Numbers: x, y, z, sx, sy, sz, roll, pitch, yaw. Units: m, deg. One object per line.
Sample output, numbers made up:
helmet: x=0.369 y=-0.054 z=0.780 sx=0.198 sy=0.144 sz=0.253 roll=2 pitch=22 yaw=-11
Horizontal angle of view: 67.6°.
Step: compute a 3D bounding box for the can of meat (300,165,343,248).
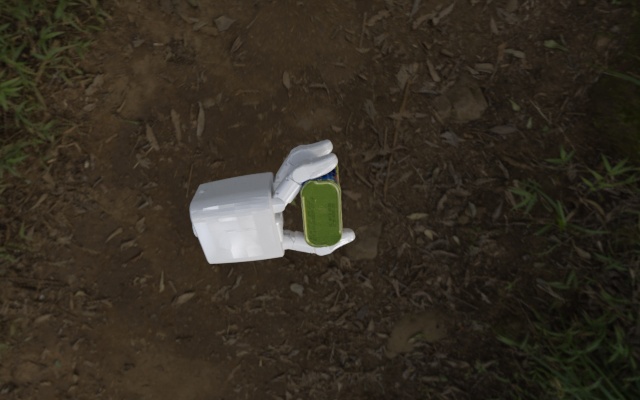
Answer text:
can of meat: x=0.000 y=0.002 z=0.647 sx=0.057 sy=0.102 sz=0.084 roll=-4 pitch=24 yaw=0
